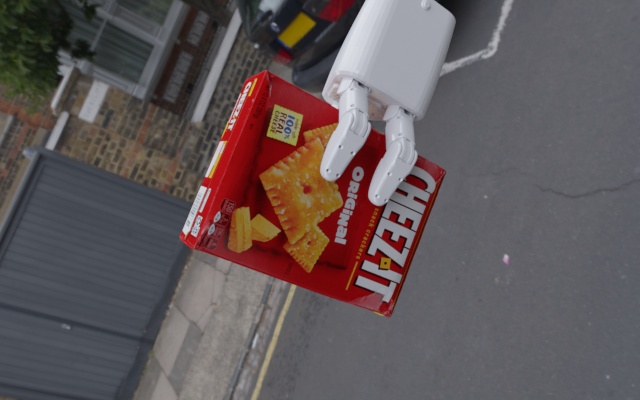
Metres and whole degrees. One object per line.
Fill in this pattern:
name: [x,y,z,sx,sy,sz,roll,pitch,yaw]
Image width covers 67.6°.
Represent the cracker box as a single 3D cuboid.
cracker box: [0.000,0.001,0.459,0.214,0.164,0.072,24,-5,-24]
